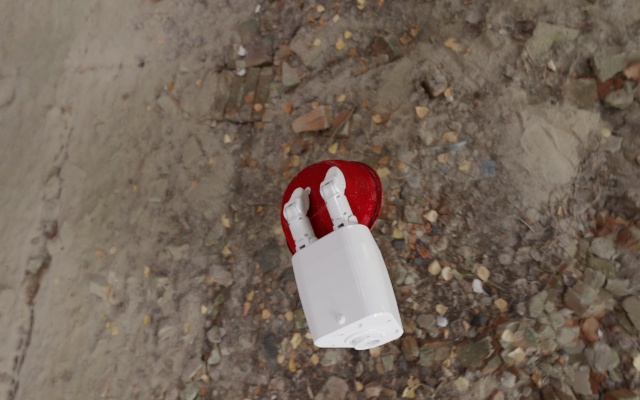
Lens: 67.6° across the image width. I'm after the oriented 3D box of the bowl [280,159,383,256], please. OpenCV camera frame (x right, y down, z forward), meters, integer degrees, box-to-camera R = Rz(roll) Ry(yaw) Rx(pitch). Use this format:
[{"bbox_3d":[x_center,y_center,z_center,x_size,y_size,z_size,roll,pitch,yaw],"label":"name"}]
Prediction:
[{"bbox_3d":[-0.001,0.001,0.635,0.162,0.162,0.055,0,-30,43],"label":"bowl"}]
